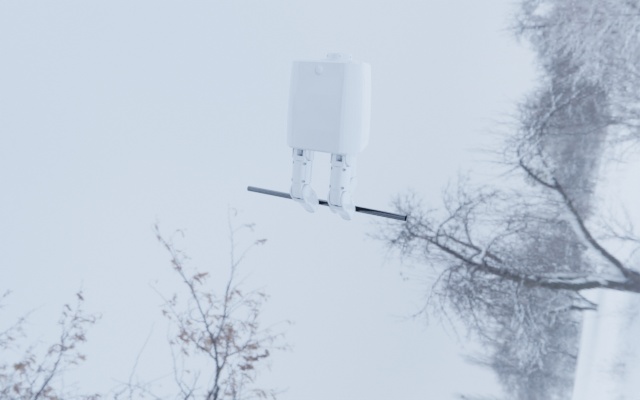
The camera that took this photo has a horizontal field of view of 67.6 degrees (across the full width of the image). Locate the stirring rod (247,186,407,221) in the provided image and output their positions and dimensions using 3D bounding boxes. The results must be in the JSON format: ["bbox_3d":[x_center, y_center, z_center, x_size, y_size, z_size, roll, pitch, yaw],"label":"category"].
[{"bbox_3d":[0.000,0.002,0.644,0.239,0.011,0.011,11,5,27],"label":"stirring rod"}]
